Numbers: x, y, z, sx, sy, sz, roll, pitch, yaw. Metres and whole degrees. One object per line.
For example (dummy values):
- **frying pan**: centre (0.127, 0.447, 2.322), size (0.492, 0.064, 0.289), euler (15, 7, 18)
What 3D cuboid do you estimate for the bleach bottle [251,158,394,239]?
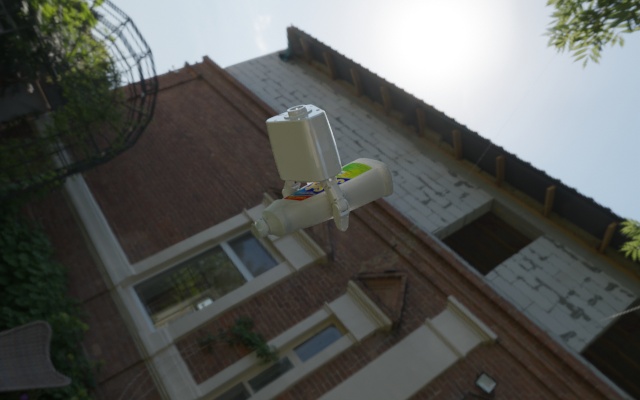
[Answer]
- **bleach bottle**: centre (0.000, 0.003, 0.831), size (0.251, 0.068, 0.102), euler (-26, 25, -24)
